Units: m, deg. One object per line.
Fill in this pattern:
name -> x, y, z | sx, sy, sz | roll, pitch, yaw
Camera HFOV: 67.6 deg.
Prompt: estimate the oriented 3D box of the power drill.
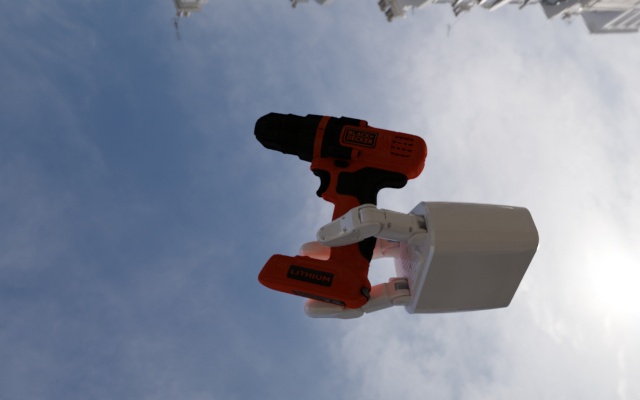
power drill -> 0.000, 0.002, 0.477 | 0.184, 0.187, 0.057 | 11, -16, 14
